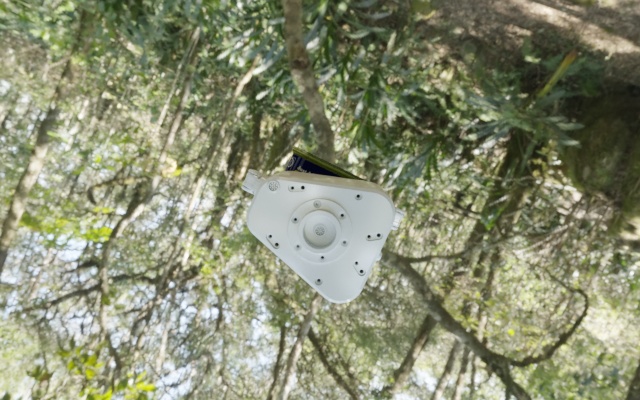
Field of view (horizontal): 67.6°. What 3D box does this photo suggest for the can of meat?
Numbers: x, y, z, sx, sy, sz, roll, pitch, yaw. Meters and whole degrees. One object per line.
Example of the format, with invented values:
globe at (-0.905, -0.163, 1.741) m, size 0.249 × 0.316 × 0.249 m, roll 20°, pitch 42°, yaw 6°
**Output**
can of meat at (0.000, 0.002, 0.507) m, size 0.102 × 0.084 × 0.057 m, roll 25°, pitch 4°, yaw -1°
